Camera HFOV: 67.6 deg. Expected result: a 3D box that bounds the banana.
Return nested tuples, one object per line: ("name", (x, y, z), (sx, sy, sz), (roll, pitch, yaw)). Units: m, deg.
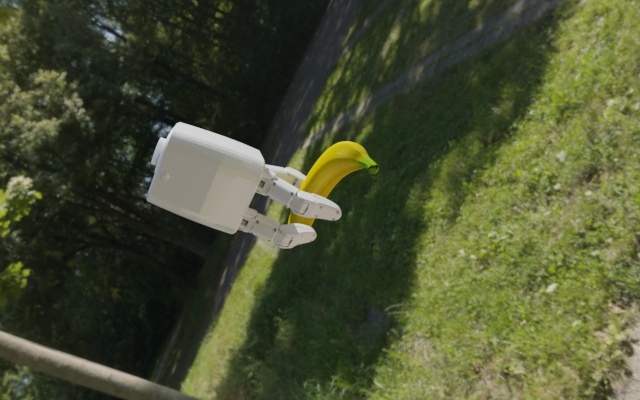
("banana", (0.002, -0.015, 0.585), (0.037, 0.069, 0.198), (18, -38, -21))
